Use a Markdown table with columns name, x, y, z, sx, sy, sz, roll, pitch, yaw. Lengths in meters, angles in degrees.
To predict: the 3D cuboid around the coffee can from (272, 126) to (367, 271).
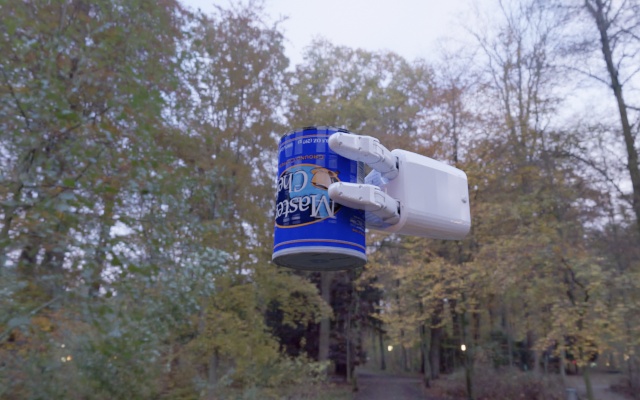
| name | x | y | z | sx | sy | sz | roll | pitch | yaw |
| --- | --- | --- | --- | --- | --- | --- | --- | --- | --- |
| coffee can | 0.000 | 0.002 | 0.540 | 0.103 | 0.140 | 0.103 | 1 | -18 | 0 |
